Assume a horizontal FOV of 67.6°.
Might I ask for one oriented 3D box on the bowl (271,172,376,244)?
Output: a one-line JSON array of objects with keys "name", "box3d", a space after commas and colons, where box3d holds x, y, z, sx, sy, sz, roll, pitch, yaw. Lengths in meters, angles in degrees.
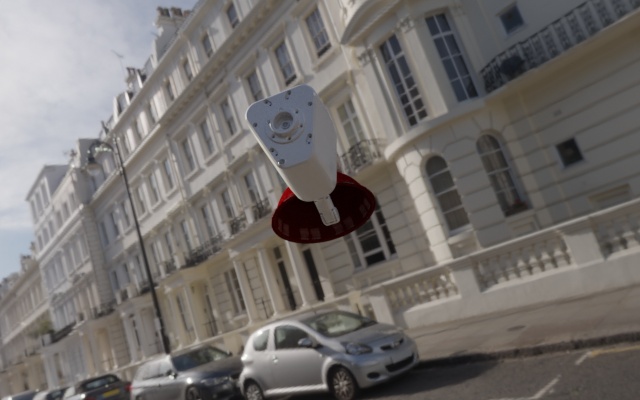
[{"name": "bowl", "box3d": [0.000, 0.003, 0.735, 0.162, 0.055, 0.162, -10, -34, -7]}]
